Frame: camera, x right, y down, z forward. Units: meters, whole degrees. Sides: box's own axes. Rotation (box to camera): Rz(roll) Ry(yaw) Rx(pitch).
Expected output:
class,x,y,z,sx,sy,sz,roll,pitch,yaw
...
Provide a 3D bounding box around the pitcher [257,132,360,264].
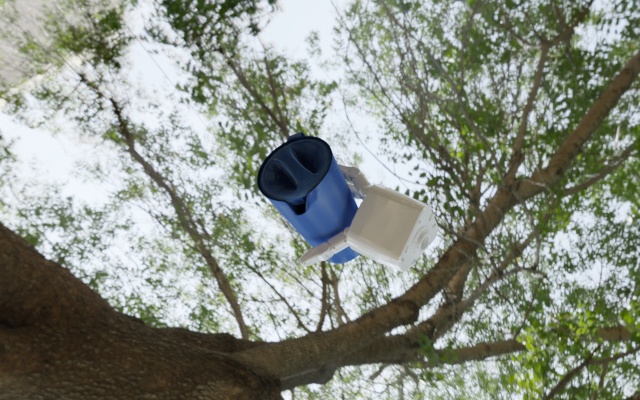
class,x,y,z,sx,sy,sz,roll,pitch,yaw
pitcher,0.000,0.003,0.851,0.145,0.149,0.243,24,-22,38
